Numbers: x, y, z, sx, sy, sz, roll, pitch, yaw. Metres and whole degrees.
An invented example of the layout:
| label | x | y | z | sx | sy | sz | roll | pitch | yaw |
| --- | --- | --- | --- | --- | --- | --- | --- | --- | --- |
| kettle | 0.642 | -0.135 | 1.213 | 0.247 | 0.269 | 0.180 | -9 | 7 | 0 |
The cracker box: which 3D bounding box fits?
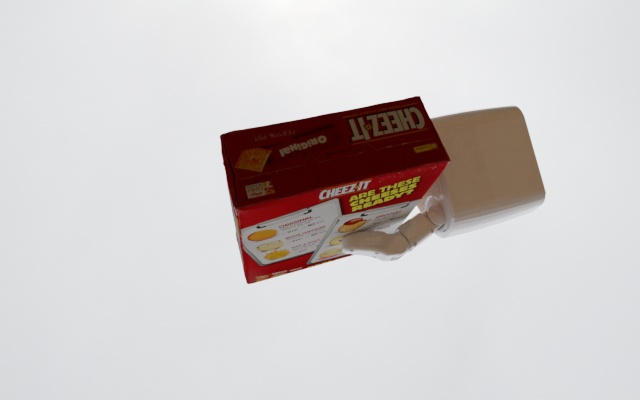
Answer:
| label | x | y | z | sx | sy | sz | roll | pitch | yaw |
| --- | --- | --- | --- | --- | --- | --- | --- | --- | --- |
| cracker box | 0.000 | 0.002 | 0.444 | 0.164 | 0.072 | 0.214 | -14 | -21 | -12 |
